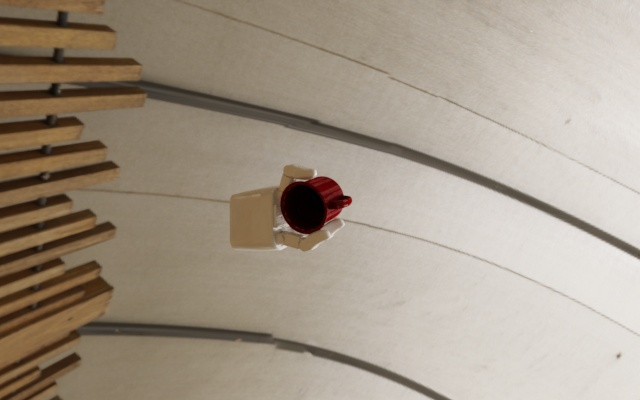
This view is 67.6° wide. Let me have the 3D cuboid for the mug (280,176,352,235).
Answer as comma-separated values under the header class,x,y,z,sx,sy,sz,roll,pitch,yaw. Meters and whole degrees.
class,x,y,z,sx,sy,sz,roll,pitch,yaw
mug,0.001,0.002,0.831,0.117,0.093,0.081,-5,11,31
